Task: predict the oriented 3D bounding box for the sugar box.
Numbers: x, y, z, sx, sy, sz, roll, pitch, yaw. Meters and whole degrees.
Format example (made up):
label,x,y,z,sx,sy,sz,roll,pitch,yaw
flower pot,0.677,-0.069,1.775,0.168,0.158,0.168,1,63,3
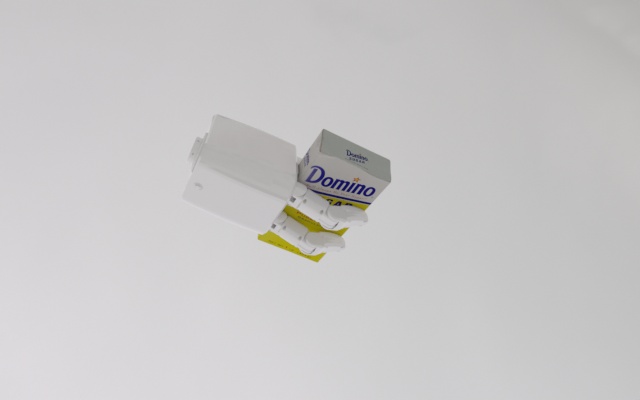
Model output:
label,x,y,z,sx,sy,sz,roll,pitch,yaw
sugar box,0.000,0.002,0.585,0.093,0.048,0.176,22,-45,-17
